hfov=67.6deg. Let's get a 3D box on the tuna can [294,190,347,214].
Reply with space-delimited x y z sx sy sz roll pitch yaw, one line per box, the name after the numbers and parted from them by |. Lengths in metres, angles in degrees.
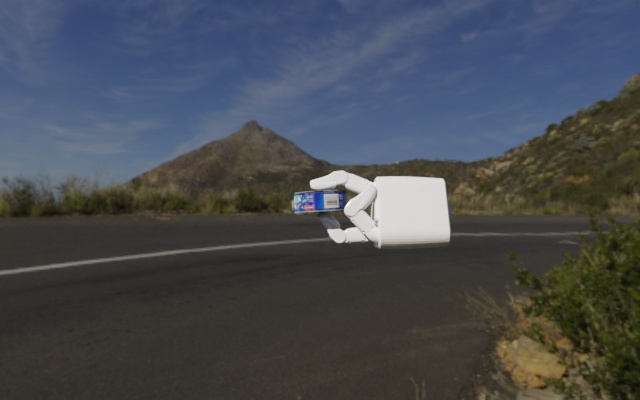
0.000 0.002 0.768 0.086 0.034 0.086 -3 -2 0 | tuna can
